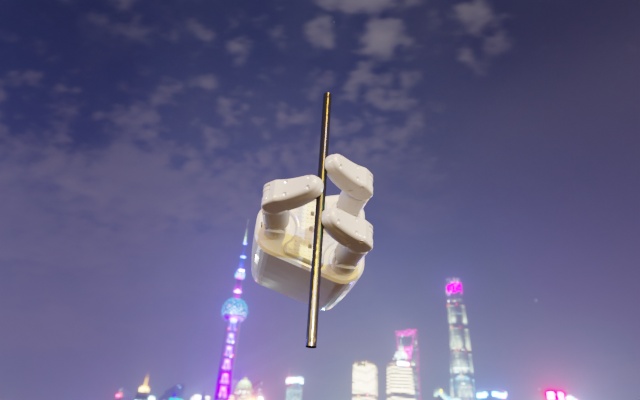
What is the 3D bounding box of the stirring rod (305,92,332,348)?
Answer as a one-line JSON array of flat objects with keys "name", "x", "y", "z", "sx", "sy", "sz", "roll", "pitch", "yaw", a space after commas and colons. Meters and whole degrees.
[{"name": "stirring rod", "x": 0.000, "y": 0.001, "z": 0.402, "sx": 0.011, "sy": 0.239, "sz": 0.011, "roll": 3, "pitch": -30, "yaw": 2}]
